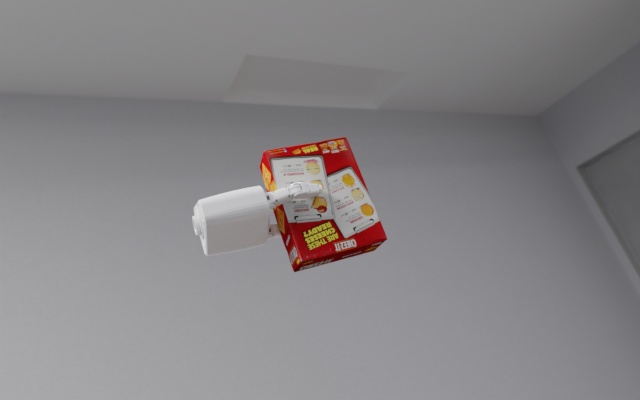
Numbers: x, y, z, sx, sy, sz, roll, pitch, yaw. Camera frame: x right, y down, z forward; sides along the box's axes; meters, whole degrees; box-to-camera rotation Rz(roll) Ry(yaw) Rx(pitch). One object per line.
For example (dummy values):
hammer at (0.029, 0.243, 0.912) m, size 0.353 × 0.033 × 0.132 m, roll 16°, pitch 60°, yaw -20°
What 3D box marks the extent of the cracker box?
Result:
cracker box at (0.000, 0.003, 0.854) m, size 0.164 × 0.213 × 0.072 m, roll -12°, pitch -21°, yaw -20°
